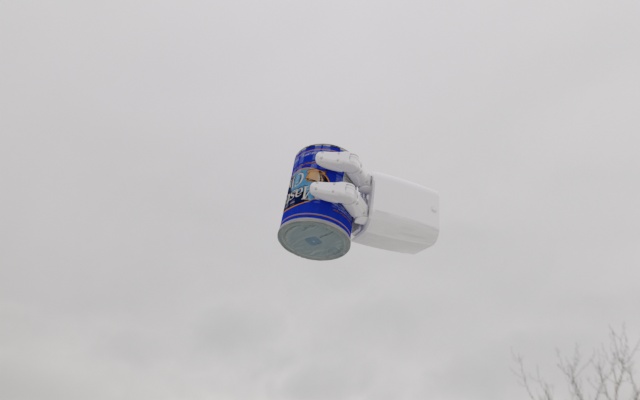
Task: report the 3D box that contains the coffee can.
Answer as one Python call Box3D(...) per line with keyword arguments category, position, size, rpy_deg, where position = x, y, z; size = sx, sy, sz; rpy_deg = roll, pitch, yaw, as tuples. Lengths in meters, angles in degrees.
Box3D(category="coffee can", position=(0.000, 0.002, 0.700), size=(0.103, 0.140, 0.103), rpy_deg=(6, -36, 5))
